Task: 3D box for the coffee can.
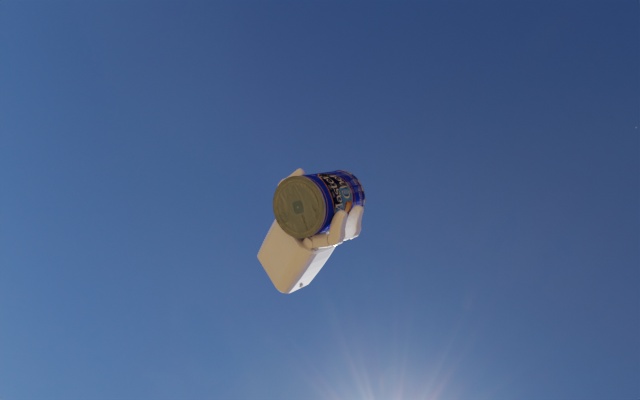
[{"bbox_3d":[0.000,0.003,0.830,0.103,0.103,0.140,0,7,33],"label":"coffee can"}]
